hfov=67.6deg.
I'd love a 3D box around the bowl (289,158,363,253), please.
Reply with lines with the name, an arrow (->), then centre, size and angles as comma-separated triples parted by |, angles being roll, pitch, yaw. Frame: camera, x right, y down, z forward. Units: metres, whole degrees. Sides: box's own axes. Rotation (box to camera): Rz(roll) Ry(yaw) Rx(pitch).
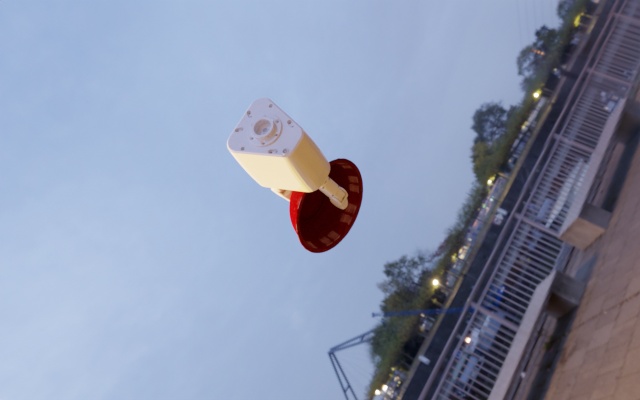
bowl -> 0.000, 0.003, 0.789 | 0.055, 0.162, 0.162 | 23, 14, 38
